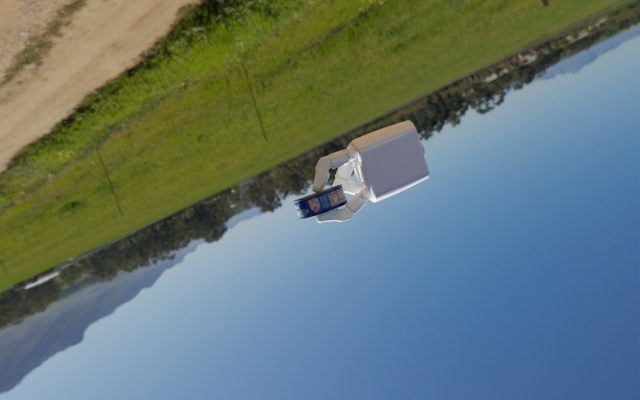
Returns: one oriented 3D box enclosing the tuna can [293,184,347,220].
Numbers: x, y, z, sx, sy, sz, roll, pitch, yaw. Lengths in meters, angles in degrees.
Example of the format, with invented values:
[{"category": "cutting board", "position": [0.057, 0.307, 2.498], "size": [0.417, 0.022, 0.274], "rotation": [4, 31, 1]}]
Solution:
[{"category": "tuna can", "position": [0.000, 0.003, 0.789], "size": [0.086, 0.034, 0.086], "rotation": [-19, 3, 1]}]
